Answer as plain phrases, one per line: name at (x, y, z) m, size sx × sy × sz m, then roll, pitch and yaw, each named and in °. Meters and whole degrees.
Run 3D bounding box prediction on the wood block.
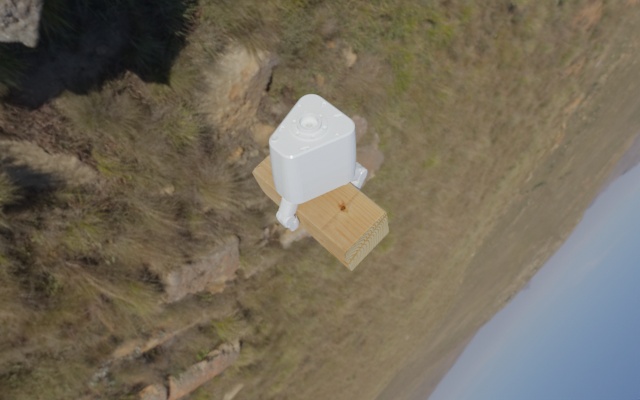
wood block at (0.000, 0.003, 0.760) m, size 0.206 × 0.091 × 0.090 m, roll 41°, pitch -12°, yaw 24°
